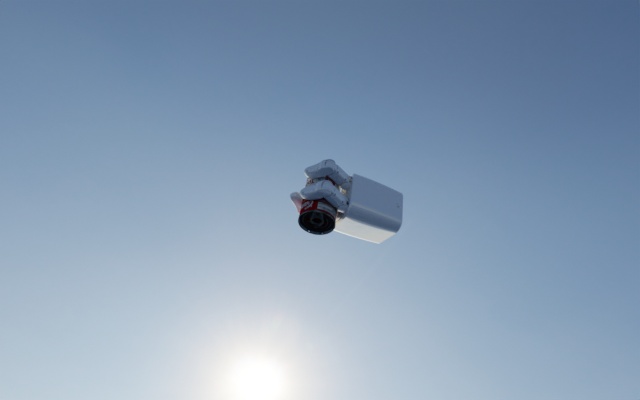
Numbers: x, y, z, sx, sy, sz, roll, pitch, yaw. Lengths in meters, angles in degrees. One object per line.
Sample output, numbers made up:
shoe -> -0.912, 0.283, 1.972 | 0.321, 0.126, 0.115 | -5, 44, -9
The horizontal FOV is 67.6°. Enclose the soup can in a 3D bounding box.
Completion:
soup can -> 0.000, 0.003, 0.880 | 0.068, 0.102, 0.069 | 6, -40, 5
